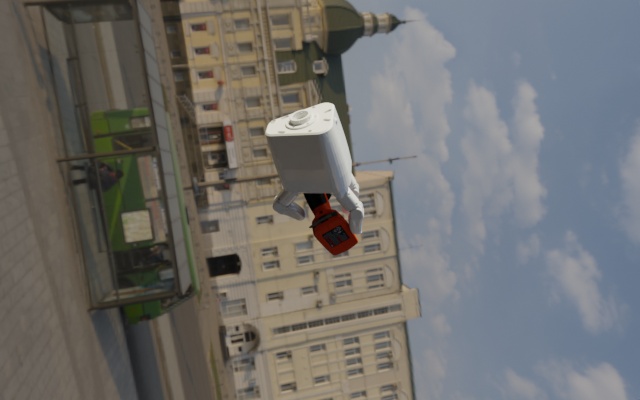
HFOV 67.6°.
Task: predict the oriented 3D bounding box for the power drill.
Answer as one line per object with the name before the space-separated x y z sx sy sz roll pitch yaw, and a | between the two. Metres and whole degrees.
power drill | 0.000 0.003 0.850 0.057 0.187 0.184 -32 -35 6
